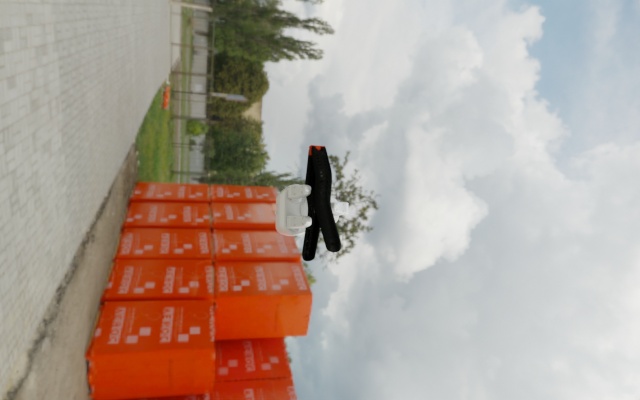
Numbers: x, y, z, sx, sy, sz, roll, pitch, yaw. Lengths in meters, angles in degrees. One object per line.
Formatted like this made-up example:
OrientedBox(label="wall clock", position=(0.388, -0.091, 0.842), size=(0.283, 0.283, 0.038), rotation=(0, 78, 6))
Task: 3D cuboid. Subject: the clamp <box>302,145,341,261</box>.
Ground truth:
OrientedBox(label="clamp", position=(0.001, 0.002, 0.836), size=(0.036, 0.210, 0.164), rotation=(3, -6, -18))
